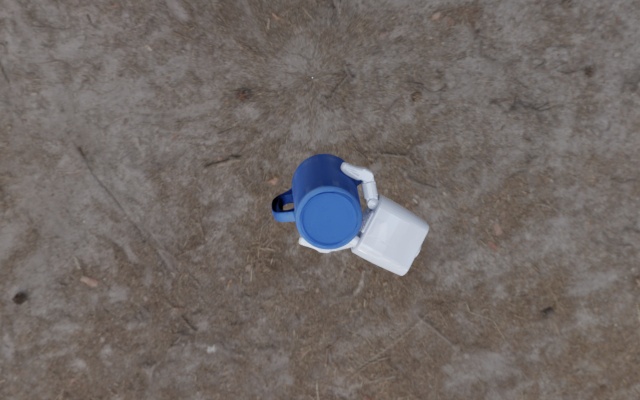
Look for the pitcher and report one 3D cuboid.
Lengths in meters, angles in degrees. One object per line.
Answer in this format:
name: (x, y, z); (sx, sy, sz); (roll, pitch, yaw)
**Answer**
pitcher: (0.000, 0.003, 0.866); (0.145, 0.149, 0.242); (29, 12, -8)
